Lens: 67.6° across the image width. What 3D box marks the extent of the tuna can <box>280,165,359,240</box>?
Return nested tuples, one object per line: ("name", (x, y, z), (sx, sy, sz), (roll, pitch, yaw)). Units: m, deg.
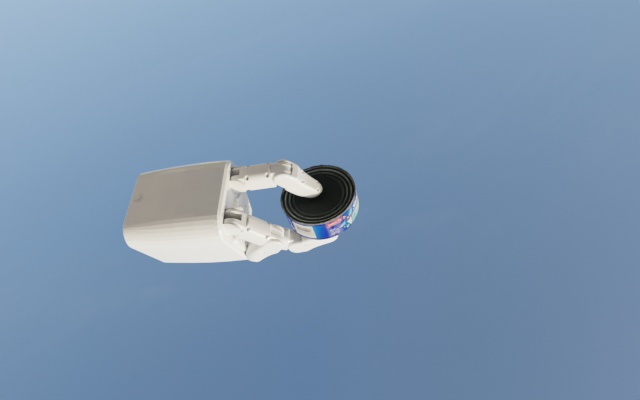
("tuna can", (0.000, 0.002, 0.542), (0.086, 0.086, 0.034), (0, -38, 16))
